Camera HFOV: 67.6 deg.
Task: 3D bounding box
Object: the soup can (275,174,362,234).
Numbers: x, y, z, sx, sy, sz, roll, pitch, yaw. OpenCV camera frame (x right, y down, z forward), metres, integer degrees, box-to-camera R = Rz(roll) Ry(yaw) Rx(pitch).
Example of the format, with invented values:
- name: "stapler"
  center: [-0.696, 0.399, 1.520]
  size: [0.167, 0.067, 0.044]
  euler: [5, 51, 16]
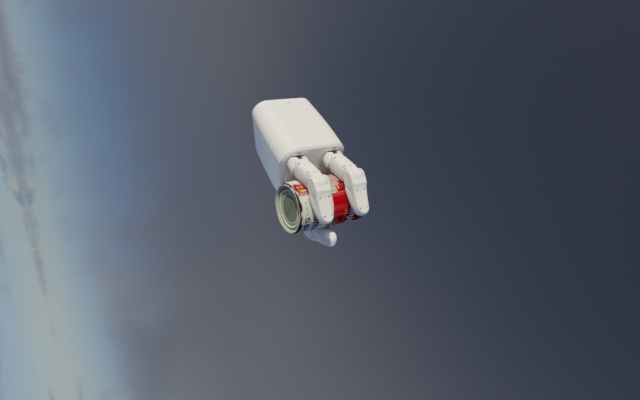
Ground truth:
- name: "soup can"
  center: [0.000, 0.003, 0.632]
  size: [0.102, 0.068, 0.068]
  euler: [-12, 6, -31]
